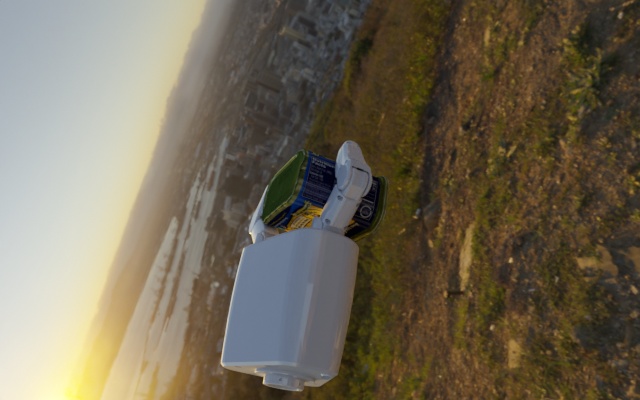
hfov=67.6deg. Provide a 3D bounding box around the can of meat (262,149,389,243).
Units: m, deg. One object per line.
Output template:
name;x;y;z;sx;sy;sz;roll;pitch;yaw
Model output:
can of meat;0.000;0.001;0.443;0.084;0.057;0.102;20;-26;-19
